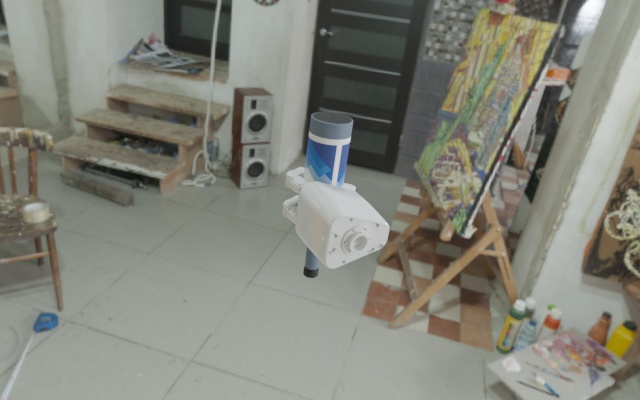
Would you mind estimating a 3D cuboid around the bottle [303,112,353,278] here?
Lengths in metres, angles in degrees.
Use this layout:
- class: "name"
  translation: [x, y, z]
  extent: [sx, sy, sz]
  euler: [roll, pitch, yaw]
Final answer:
- class: "bottle"
  translation: [0.000, 0.002, 0.808]
  extent: [0.069, 0.296, 0.069]
  euler: [6, 26, -3]
